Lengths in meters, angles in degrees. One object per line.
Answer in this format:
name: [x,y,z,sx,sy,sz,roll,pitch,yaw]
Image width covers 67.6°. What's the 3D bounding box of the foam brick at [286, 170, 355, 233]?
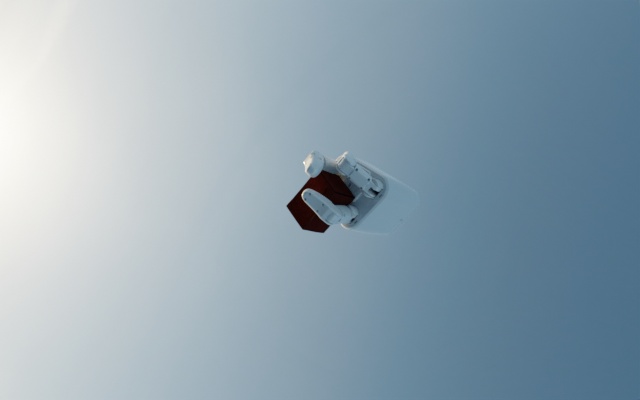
foam brick: [0.000,0.002,0.700,0.051,0.078,0.053,14,34,-50]
